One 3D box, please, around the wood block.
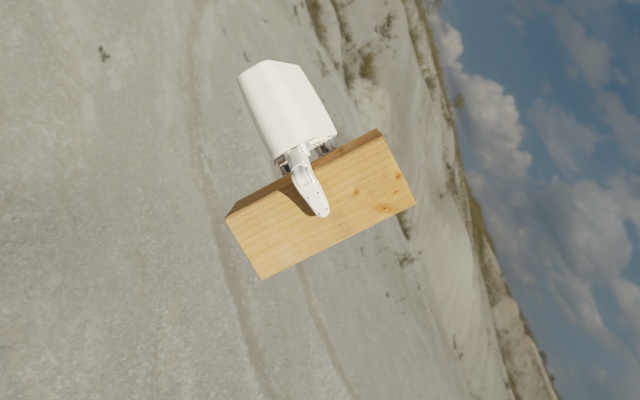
[{"bbox_3d":[0.000,0.002,0.588,0.206,0.090,0.090,-27,12,8],"label":"wood block"}]
